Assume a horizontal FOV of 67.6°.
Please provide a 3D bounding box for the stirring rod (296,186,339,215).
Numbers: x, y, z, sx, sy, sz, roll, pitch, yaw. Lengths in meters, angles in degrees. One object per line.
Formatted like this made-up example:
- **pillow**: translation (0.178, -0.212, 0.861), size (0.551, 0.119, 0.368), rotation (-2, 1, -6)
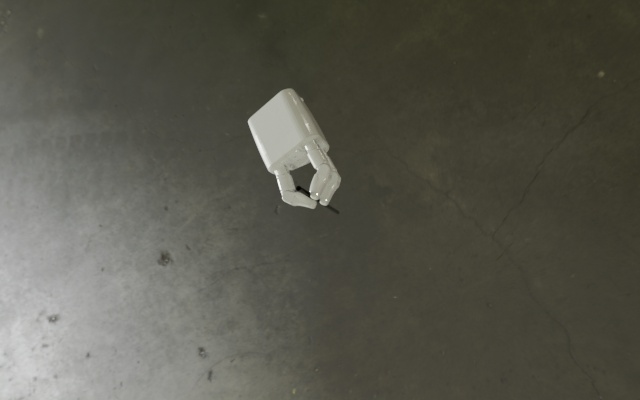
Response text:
- **stirring rod**: translation (0.000, 0.003, 0.843), size (0.011, 0.011, 0.239), rotation (0, -10, 17)
